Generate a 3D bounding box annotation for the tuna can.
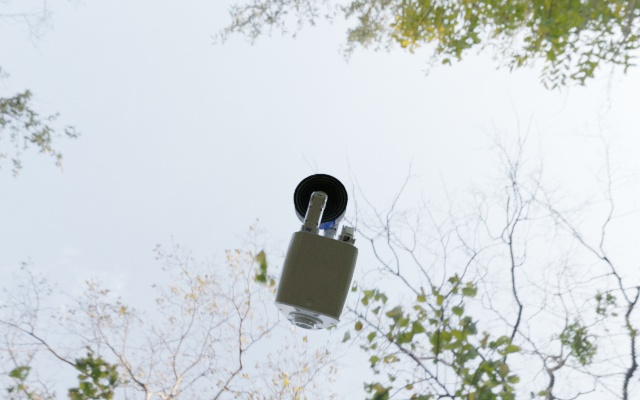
[{"bbox_3d":[0.000,0.003,0.753,0.086,0.086,0.034,0,-25,-1],"label":"tuna can"}]
